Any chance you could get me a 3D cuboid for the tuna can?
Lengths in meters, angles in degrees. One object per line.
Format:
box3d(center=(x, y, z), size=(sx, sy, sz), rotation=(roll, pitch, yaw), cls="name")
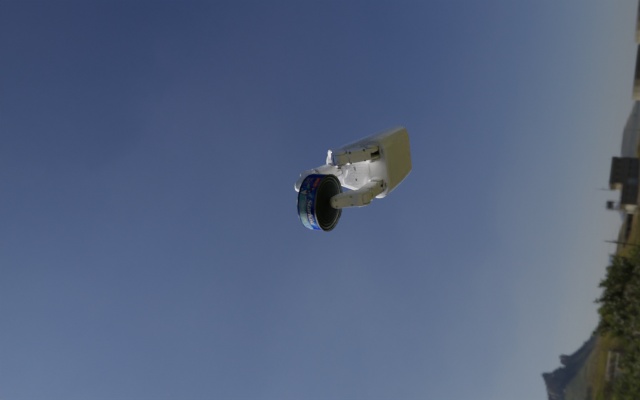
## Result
box3d(center=(0.000, 0.002, 0.712), size=(0.034, 0.086, 0.086), rotation=(5, 2, 29), cls="tuna can")
